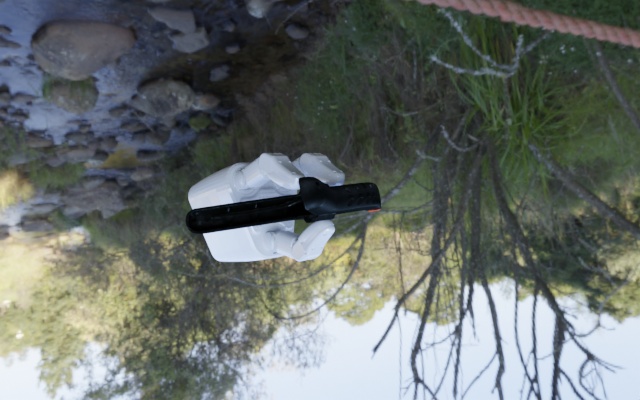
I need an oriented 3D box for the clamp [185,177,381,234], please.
[{"bbox_3d":[0.000,0.002,0.463,0.210,0.036,0.164,-5,-5,-42],"label":"clamp"}]
